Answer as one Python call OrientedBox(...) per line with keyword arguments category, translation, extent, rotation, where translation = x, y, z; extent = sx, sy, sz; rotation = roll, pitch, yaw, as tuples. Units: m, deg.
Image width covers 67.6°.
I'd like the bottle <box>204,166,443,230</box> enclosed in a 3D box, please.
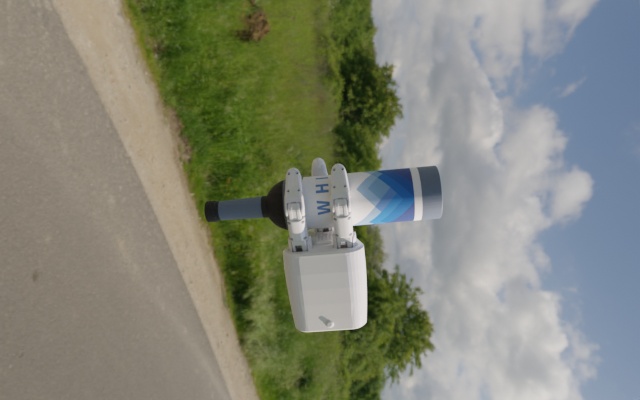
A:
OrientedBox(category="bottle", translation=(0.000, 0.002, 0.607), extent=(0.296, 0.069, 0.069), rotation=(-5, 0, 4))
